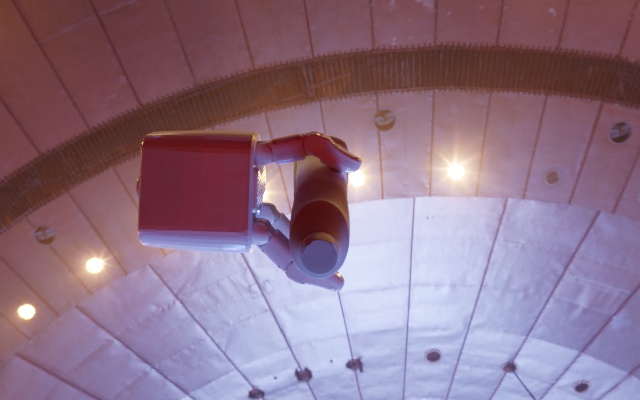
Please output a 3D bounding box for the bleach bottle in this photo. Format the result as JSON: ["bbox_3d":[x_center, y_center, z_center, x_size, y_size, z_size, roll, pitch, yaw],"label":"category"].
[{"bbox_3d":[0.000,0.002,0.480,0.068,0.102,0.250,2,15,0],"label":"bleach bottle"}]
